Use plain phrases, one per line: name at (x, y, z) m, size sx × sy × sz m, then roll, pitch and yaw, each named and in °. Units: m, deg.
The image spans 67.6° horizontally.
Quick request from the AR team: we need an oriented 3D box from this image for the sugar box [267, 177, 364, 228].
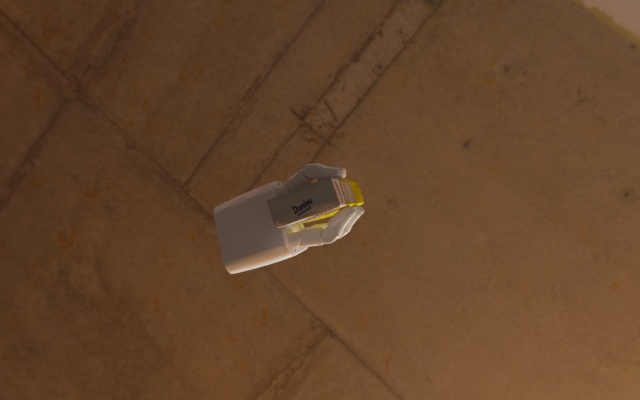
sugar box at (0.000, 0.003, 0.684) m, size 0.093 × 0.048 × 0.176 m, roll -20°, pitch -2°, yaw 15°
